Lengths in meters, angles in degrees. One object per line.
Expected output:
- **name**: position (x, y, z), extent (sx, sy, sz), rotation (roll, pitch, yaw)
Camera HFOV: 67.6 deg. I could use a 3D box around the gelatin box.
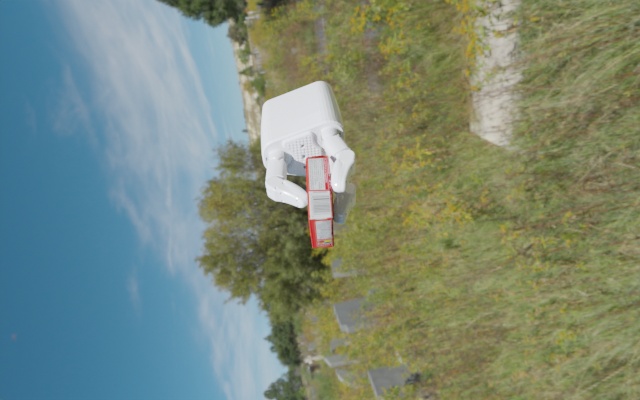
- **gelatin box**: position (0.000, 0.002, 0.577), extent (0.030, 0.089, 0.073), rotation (-4, -31, 0)
